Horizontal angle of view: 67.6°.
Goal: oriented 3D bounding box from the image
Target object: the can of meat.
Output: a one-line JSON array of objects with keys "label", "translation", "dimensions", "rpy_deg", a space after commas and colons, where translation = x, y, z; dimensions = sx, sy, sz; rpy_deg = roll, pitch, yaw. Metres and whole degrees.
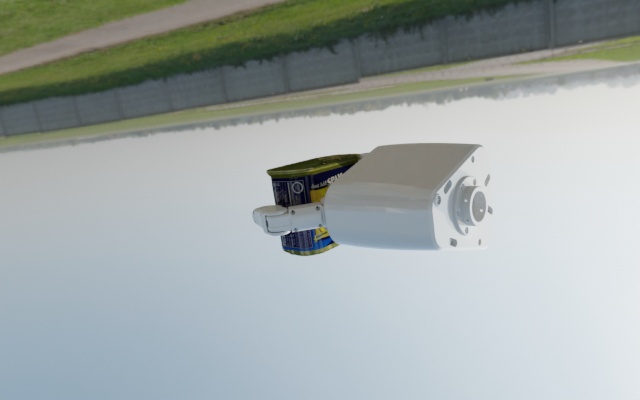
[{"label": "can of meat", "translation": [0.000, 0.002, 0.485], "dimensions": [0.057, 0.084, 0.102], "rpy_deg": [1, 14, 42]}]
